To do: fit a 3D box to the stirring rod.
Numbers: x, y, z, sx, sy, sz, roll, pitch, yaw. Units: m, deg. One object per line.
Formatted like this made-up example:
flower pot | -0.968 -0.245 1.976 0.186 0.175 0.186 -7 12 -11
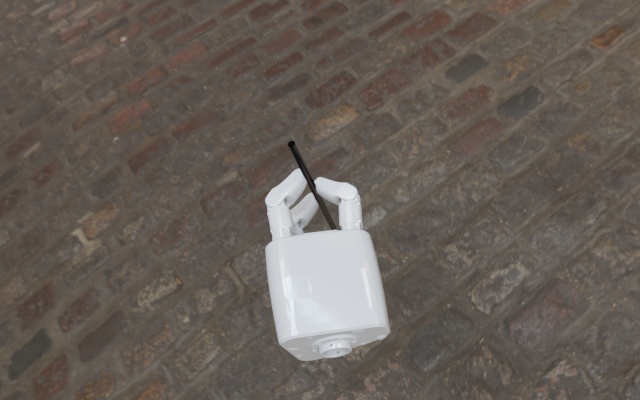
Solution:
stirring rod | 0.000 0.002 0.589 0.011 0.011 0.240 0 -30 17
